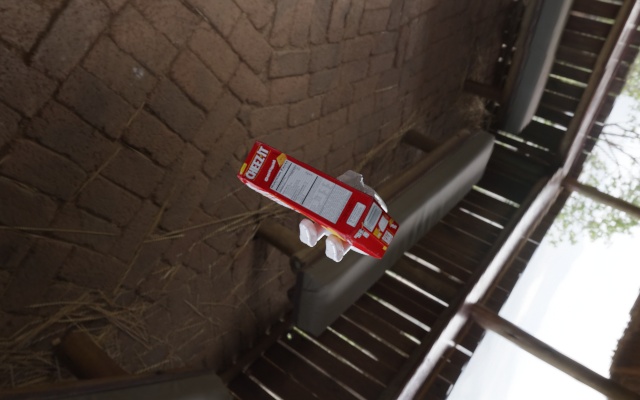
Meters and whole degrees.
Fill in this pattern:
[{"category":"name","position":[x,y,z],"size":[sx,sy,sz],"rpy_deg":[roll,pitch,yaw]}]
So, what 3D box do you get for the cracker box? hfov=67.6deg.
[{"category":"cracker box","position":[0.000,0.002,0.739],"size":[0.213,0.072,0.164],"rpy_deg":[27,-4,26]}]
